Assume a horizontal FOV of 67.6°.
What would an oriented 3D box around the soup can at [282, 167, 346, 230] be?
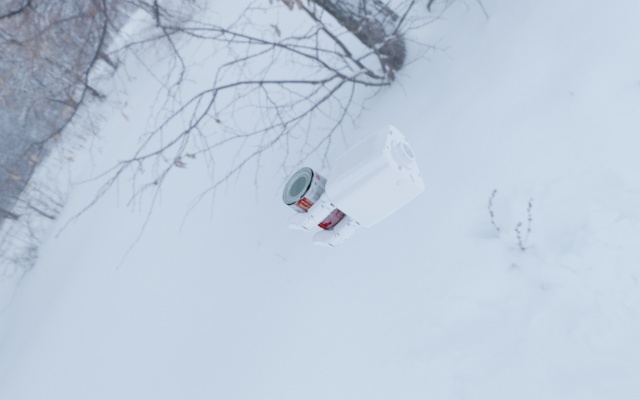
[{"bbox_3d":[0.000,0.002,0.738,0.102,0.068,0.068,35,-20,-30],"label":"soup can"}]
